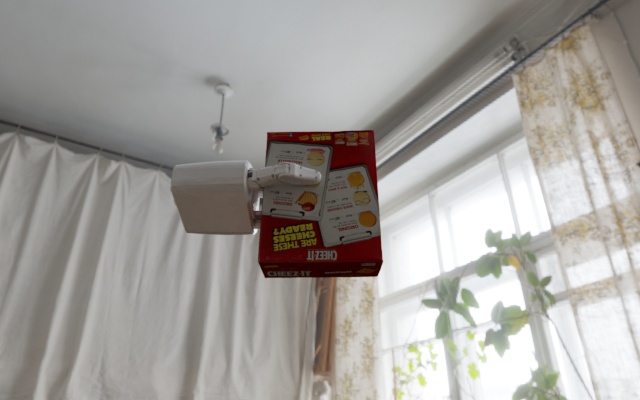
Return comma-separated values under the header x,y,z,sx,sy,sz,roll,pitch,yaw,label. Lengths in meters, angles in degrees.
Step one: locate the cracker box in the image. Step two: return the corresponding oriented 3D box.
x,y,z,sx,sy,sz,roll,pitch,yaw,label
0.000,0.002,0.691,0.164,0.213,0.072,-1,-29,1,cracker box
